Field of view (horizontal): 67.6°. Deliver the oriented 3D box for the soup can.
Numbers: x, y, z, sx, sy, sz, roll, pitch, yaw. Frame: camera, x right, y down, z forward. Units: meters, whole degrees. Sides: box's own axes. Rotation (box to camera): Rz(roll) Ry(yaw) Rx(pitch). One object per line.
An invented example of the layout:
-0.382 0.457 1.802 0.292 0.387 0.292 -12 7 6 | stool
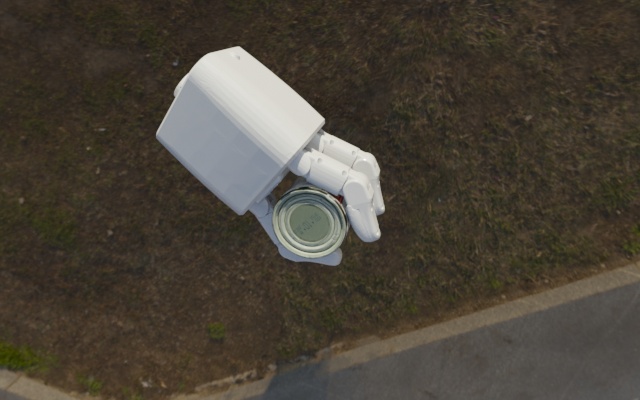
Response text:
0.000 0.002 0.448 0.068 0.068 0.102 0 22 13 | soup can
